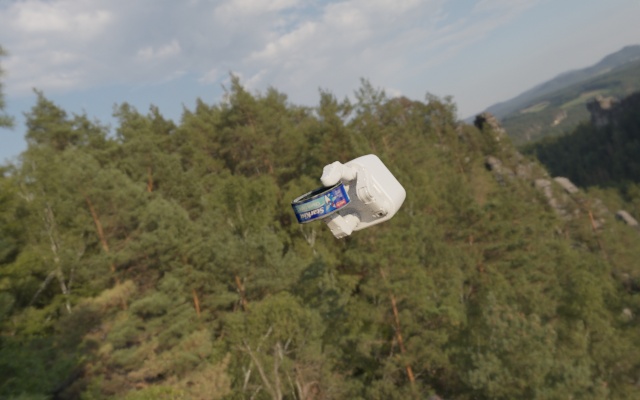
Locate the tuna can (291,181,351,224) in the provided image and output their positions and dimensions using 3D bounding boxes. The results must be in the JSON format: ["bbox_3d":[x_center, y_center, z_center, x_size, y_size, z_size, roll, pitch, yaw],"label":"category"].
[{"bbox_3d":[0.000,0.002,0.712,0.086,0.034,0.086,-22,8,3],"label":"tuna can"}]
